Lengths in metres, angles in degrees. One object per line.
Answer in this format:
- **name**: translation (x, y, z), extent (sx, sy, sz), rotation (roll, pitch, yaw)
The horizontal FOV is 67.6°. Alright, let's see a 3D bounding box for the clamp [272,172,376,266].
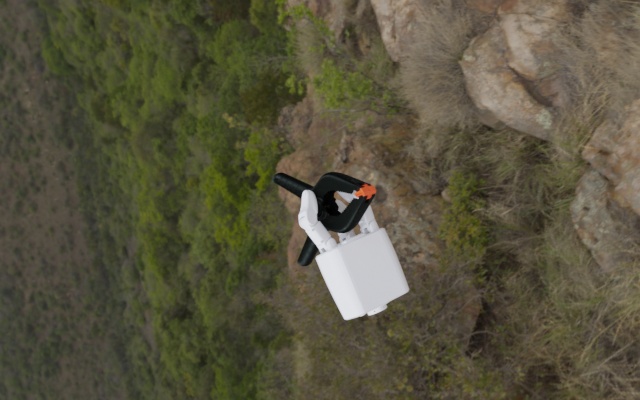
- **clamp**: translation (0.000, 0.003, 0.751), extent (0.036, 0.164, 0.210), rotation (-16, -11, -42)
